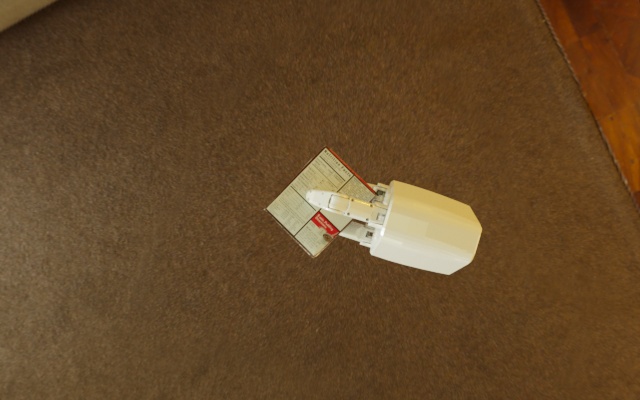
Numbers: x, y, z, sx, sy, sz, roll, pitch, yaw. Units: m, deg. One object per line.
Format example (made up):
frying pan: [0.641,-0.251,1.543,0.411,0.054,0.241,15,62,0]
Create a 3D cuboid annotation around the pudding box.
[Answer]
pudding box: [0.000,0.002,0.594,0.090,0.113,0.039,45,1,3]
